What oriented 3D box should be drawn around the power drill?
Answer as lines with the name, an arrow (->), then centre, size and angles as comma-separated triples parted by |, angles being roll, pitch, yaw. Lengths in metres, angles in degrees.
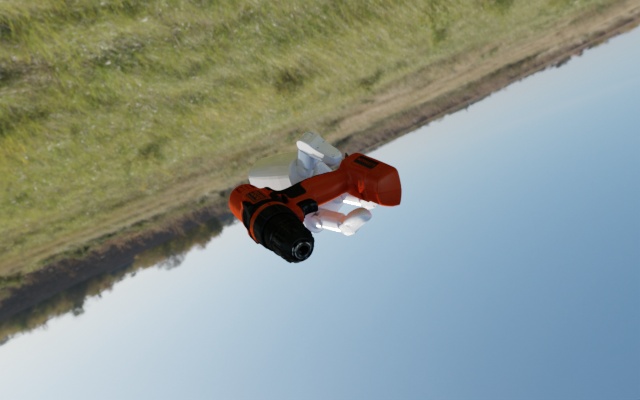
power drill -> 0.000, 0.002, 0.567 | 0.187, 0.057, 0.184 | -18, 26, -23
